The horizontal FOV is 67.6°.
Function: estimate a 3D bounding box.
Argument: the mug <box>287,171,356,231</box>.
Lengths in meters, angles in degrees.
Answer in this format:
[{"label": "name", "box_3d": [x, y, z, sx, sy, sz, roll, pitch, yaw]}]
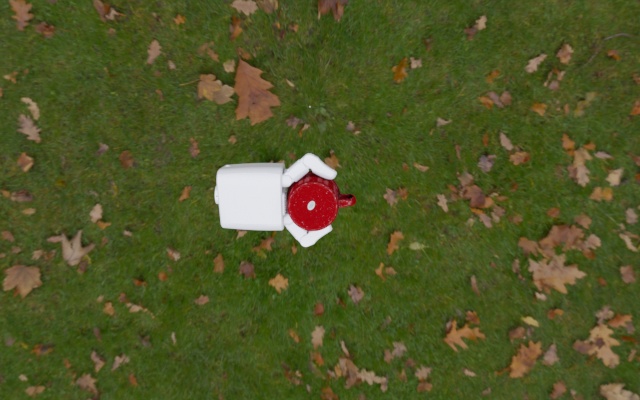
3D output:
[{"label": "mug", "box_3d": [0.002, 0.003, 0.783, 0.117, 0.093, 0.081, 0, 11, 0]}]
